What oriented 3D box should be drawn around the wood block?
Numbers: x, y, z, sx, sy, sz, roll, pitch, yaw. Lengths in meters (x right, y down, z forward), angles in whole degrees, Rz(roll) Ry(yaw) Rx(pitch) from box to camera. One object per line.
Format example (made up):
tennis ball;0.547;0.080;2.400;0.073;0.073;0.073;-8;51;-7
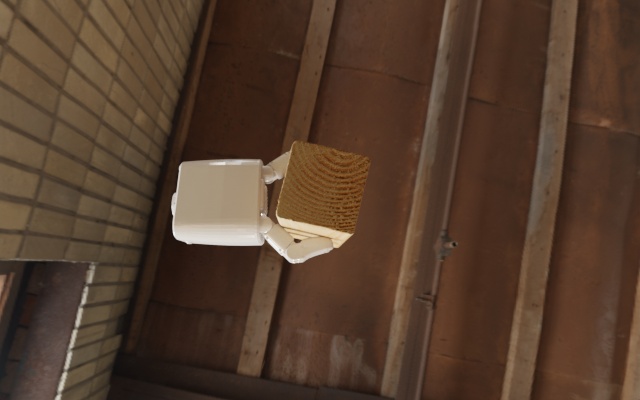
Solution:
wood block;0.000;0.002;0.619;0.090;0.091;0.206;13;-9;0
